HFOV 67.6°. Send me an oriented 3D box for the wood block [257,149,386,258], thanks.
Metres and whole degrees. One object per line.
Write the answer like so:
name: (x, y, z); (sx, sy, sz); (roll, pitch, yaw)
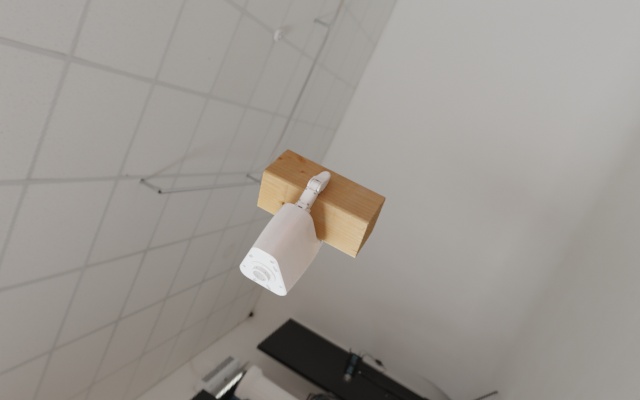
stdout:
wood block: (0.000, 0.003, 0.868); (0.206, 0.091, 0.090); (27, 41, 12)
